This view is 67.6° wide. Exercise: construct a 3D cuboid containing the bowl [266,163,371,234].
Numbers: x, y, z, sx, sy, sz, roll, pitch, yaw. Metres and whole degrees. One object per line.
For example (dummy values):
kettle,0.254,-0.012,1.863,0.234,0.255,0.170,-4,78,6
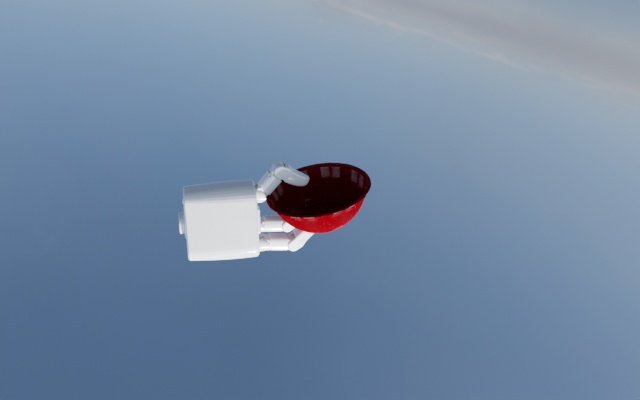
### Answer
bowl,0.002,0.003,0.736,0.162,0.055,0.162,-8,31,5
